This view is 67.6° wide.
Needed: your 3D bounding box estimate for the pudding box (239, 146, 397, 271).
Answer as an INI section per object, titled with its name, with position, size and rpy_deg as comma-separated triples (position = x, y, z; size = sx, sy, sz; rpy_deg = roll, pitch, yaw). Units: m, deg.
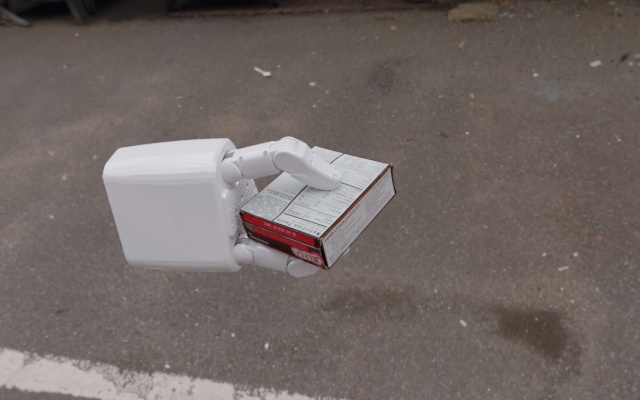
[pudding box]
position = 0.000, 0.001, 0.417
size = 0.090, 0.039, 0.113
rpy_deg = 18, 48, 34
